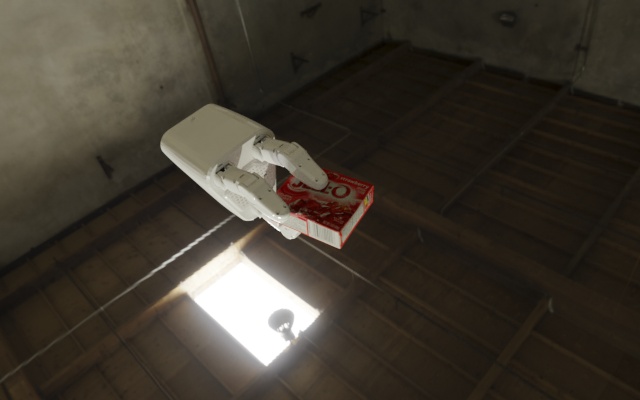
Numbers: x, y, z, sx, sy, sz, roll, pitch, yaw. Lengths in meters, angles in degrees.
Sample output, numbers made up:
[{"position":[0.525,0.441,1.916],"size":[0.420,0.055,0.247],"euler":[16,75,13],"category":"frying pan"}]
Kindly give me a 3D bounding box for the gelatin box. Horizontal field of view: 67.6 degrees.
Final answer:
[{"position":[0.000,0.002,0.498],"size":[0.089,0.030,0.073],"euler":[21,52,24],"category":"gelatin box"}]
